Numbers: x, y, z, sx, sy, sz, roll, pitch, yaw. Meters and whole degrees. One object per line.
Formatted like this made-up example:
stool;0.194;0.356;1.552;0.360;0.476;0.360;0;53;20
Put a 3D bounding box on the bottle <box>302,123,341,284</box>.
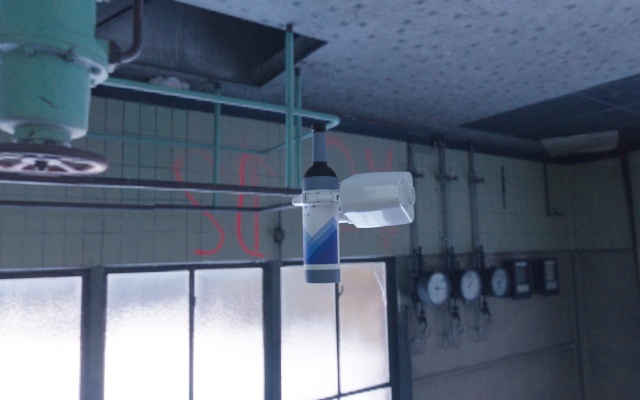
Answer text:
bottle;0.000;0.003;0.885;0.069;0.295;0.069;-1;-6;0
